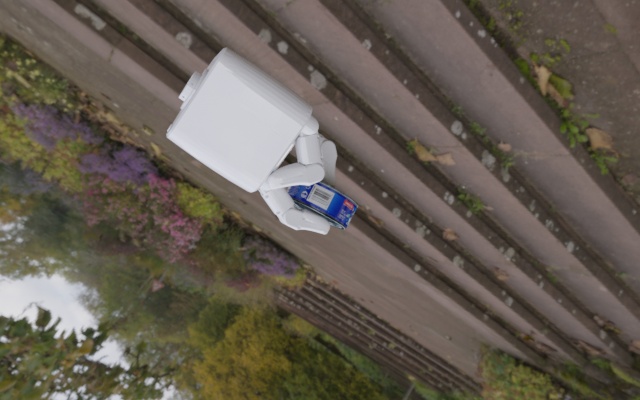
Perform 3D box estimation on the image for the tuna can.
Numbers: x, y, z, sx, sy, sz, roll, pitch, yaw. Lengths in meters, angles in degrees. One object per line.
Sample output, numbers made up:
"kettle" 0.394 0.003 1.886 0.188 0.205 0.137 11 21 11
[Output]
"tuna can" 0.000 0.002 0.573 0.086 0.033 0.086 27 -7 4
